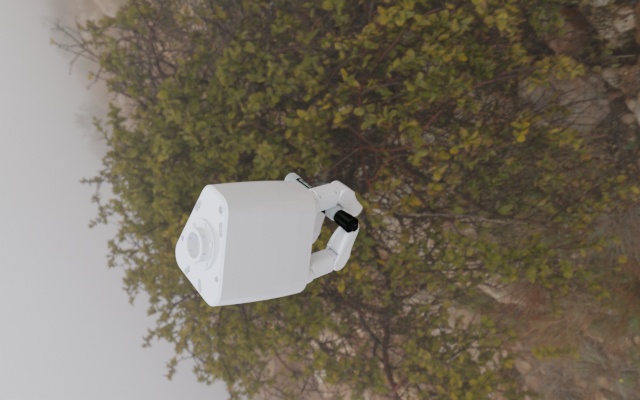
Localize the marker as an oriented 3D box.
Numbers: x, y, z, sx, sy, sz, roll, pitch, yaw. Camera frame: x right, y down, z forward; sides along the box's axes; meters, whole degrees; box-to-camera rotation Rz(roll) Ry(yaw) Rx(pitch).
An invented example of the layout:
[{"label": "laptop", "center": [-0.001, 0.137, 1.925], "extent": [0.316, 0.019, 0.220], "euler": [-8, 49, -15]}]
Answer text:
[{"label": "marker", "center": [0.000, 0.002, 0.547], "extent": [0.020, 0.020, 0.121], "euler": [0, 27, -44]}]
